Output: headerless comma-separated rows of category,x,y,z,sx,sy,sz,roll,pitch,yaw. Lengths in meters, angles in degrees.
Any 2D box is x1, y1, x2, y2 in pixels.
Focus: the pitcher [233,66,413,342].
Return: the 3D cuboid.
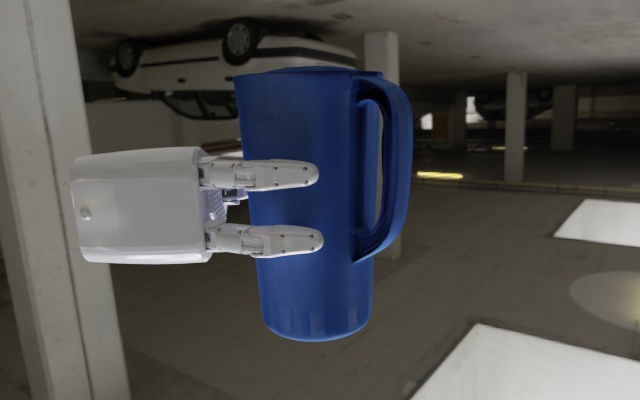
pitcher,0.000,0.001,0.440,0.145,0.243,0.149,-3,12,-1
